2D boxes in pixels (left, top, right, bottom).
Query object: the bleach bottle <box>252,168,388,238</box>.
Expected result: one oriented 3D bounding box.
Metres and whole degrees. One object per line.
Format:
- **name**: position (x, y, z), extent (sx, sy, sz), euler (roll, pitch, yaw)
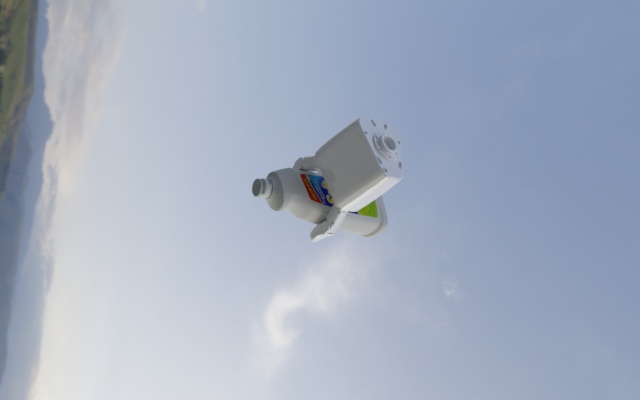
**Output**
- **bleach bottle**: position (0.000, 0.003, 0.812), extent (0.251, 0.102, 0.068), euler (9, -31, -38)
